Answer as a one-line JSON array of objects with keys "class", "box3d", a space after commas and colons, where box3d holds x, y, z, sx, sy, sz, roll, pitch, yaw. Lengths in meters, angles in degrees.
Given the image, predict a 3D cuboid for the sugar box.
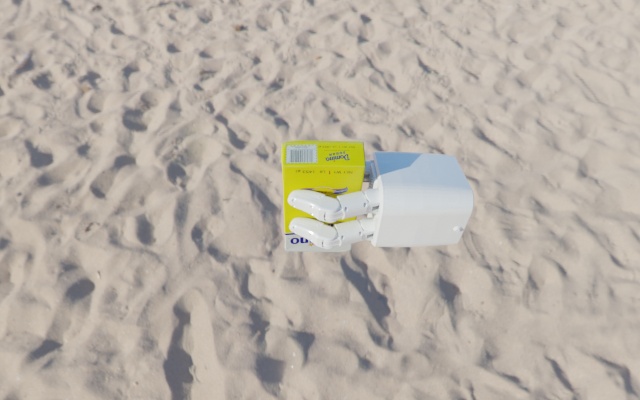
[{"class": "sugar box", "box3d": [0.000, 0.002, 0.590, 0.093, 0.048, 0.176, 1, -40, -1]}]
